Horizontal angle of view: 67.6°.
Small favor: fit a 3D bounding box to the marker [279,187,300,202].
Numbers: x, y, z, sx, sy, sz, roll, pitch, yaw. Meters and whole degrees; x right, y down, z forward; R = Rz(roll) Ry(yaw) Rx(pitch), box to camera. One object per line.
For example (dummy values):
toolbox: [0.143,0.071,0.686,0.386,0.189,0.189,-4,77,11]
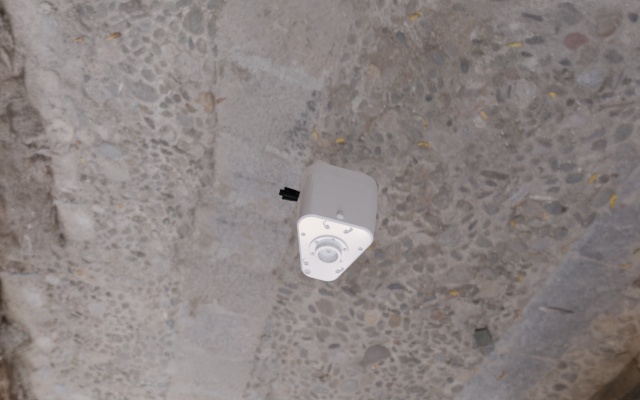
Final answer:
marker: [0.000,0.002,0.683,0.121,0.020,0.020,14,-1,-4]
